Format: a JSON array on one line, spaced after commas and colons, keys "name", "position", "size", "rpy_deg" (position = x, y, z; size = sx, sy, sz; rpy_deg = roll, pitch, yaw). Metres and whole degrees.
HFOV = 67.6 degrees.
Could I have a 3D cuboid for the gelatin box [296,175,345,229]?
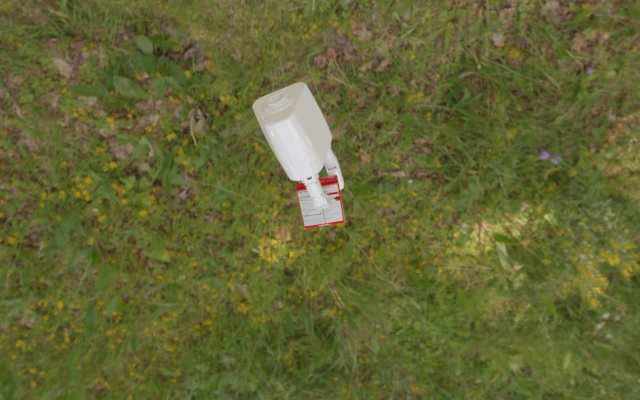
[{"name": "gelatin box", "position": [0.000, 0.003, 0.827], "size": [0.073, 0.089, 0.030], "rpy_deg": [-10, 35, 2]}]
